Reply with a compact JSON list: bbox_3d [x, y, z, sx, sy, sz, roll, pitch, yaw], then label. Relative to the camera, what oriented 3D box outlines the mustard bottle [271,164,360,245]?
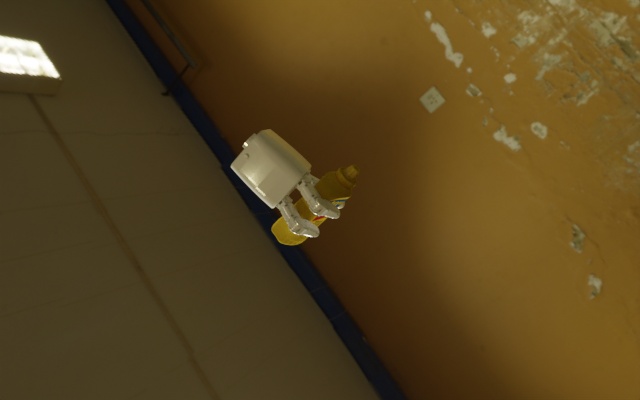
[{"bbox_3d":[0.000,0.003,0.862,0.192,0.058,0.096,-44,-19,26],"label":"mustard bottle"}]
